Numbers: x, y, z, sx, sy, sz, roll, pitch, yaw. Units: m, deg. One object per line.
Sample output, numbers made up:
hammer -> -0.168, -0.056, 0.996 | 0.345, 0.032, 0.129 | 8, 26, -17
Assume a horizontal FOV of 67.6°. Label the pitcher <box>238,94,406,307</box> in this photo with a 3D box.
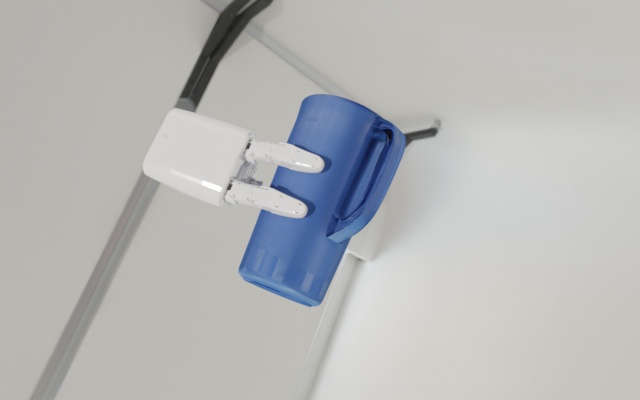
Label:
pitcher -> 0.000, 0.002, 0.586 | 0.145, 0.242, 0.149 | 21, -14, 6
